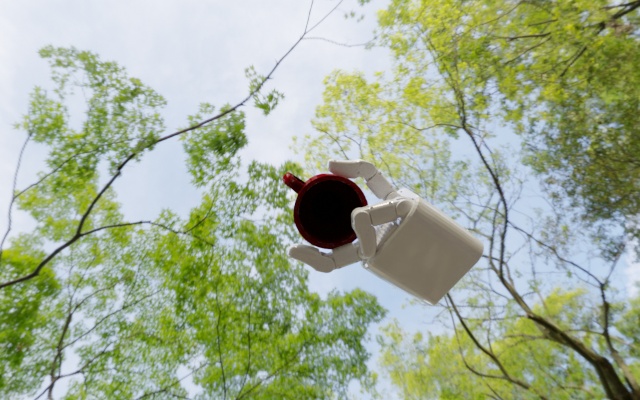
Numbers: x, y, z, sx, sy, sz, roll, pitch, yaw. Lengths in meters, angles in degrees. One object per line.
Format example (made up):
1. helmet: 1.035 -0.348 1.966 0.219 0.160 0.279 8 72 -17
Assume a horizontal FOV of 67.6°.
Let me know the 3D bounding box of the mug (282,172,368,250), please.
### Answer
1. mug: -0.001 0.001 0.619 0.117 0.093 0.081 33 5 -9
